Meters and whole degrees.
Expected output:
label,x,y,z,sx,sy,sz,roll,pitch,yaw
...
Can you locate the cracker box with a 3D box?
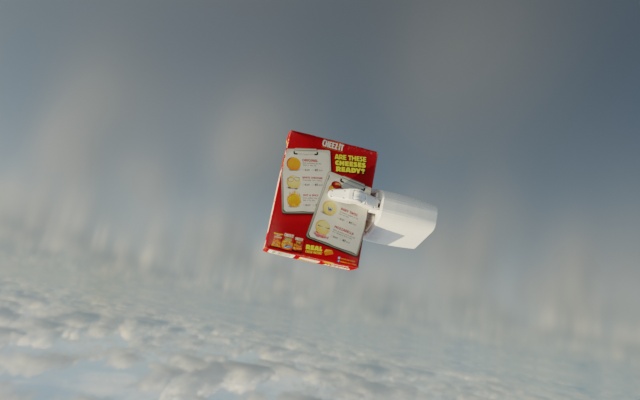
label,x,y,z,sx,sy,sz,roll,pitch,yaw
cracker box,0.000,0.003,0.844,0.164,0.213,0.072,13,-15,-9
